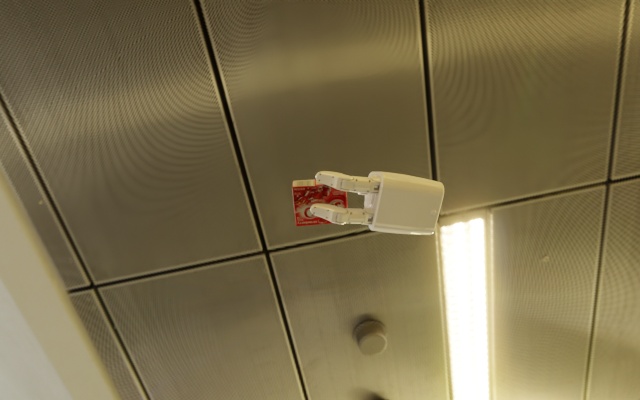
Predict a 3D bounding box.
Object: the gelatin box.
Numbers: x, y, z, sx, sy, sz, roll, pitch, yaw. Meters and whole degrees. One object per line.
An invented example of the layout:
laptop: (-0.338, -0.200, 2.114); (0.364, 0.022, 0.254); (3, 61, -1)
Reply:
gelatin box: (0.000, 0.002, 0.795); (0.089, 0.073, 0.030); (-4, 25, 1)
